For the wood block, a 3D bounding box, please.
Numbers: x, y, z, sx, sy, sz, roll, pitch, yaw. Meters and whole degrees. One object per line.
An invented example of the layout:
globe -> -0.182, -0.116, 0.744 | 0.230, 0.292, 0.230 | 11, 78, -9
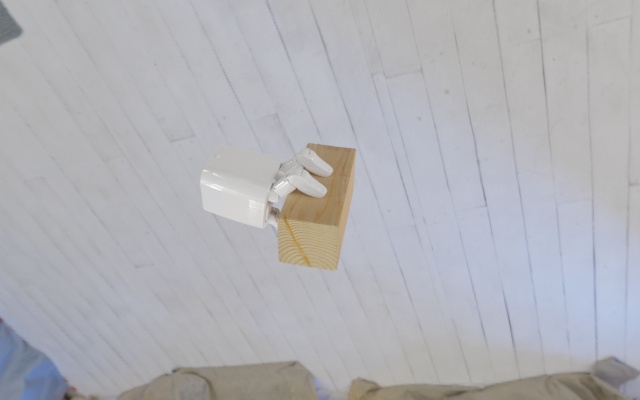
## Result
wood block -> 0.000, 0.003, 0.765 | 0.090, 0.091, 0.206 | 8, 39, 7
